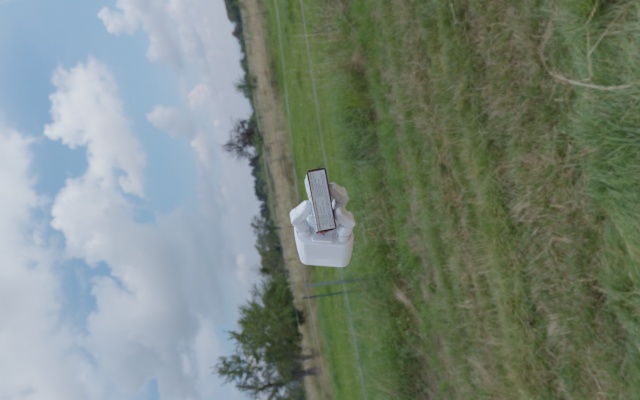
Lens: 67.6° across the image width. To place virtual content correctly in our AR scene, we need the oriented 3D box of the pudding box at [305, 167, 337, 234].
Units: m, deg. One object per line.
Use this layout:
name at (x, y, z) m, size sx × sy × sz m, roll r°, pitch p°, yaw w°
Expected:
pudding box at (0.000, 0.003, 0.871) m, size 0.039 × 0.113 × 0.090 m, roll -12°, pitch -4°, yaw -5°
